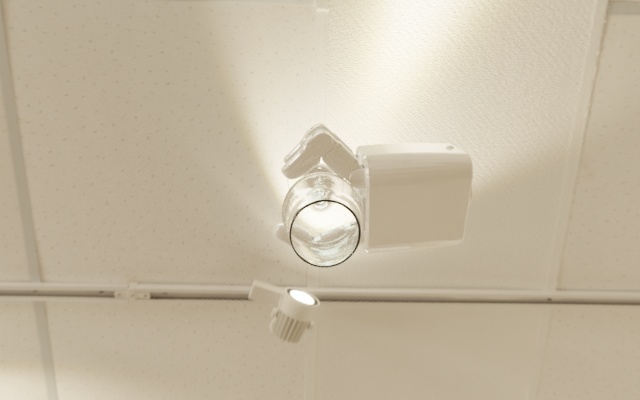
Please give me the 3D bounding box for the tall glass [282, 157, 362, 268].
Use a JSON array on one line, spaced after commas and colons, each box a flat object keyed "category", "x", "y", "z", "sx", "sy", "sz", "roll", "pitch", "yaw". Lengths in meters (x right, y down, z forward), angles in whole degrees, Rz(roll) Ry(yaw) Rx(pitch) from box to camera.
[{"category": "tall glass", "x": 0.000, "y": 0.002, "z": 0.502, "sx": 0.079, "sy": 0.079, "sz": 0.201, "roll": 0, "pitch": 16, "yaw": -2}]
